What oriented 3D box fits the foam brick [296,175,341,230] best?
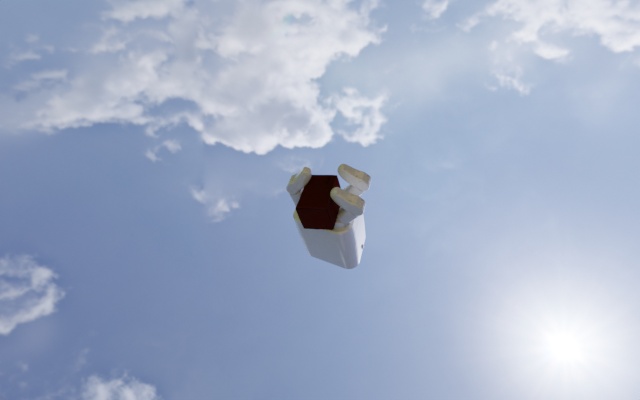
[{"bbox_3d":[0.000,0.003,0.767,0.053,0.078,0.051,2,-44,19],"label":"foam brick"}]
